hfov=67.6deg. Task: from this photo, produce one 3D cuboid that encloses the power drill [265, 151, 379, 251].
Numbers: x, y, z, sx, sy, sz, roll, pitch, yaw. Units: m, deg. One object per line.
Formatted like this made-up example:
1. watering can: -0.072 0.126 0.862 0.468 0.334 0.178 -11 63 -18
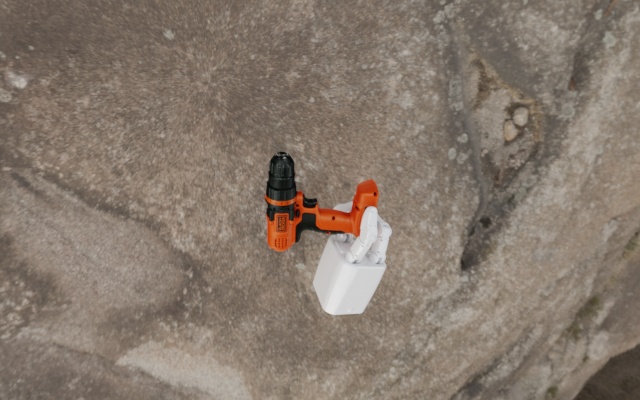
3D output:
1. power drill: 0.001 0.003 0.812 0.187 0.185 0.057 0 33 -7
